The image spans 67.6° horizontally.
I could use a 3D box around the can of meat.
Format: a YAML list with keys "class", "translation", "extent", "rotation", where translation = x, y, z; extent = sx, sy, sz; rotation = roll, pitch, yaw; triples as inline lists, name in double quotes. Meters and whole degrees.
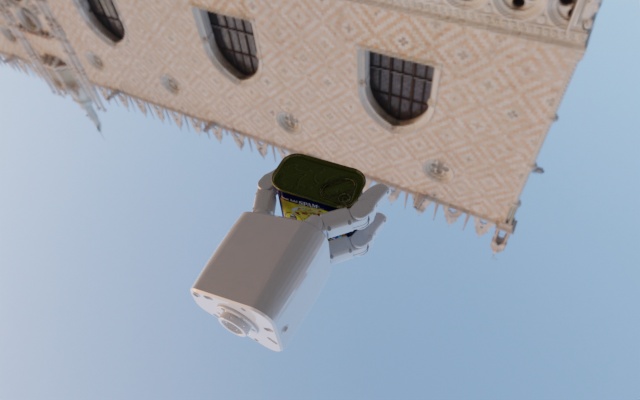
- class: "can of meat"
  translation: [0.000, 0.002, 0.556]
  extent: [0.102, 0.057, 0.084]
  rotation: [17, -36, 17]
